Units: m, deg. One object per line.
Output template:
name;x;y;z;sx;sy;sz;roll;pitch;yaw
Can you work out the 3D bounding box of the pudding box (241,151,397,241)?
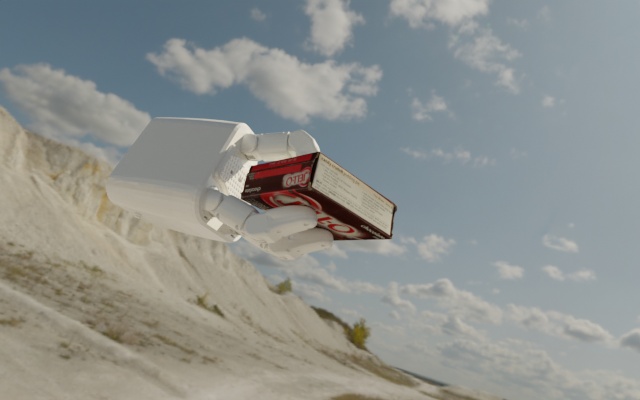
pudding box;0.000;0.001;0.429;0.090;0.039;0.113;-5;-25;45
